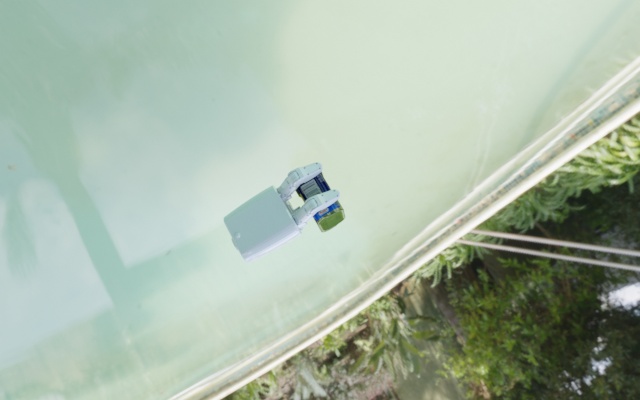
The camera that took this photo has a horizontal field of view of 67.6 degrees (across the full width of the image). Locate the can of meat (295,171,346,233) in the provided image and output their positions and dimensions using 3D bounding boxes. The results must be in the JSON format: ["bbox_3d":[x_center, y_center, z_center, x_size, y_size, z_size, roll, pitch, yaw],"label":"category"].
[{"bbox_3d":[0.000,0.003,0.837,0.057,0.084,0.102,-30,-16,-2],"label":"can of meat"}]
